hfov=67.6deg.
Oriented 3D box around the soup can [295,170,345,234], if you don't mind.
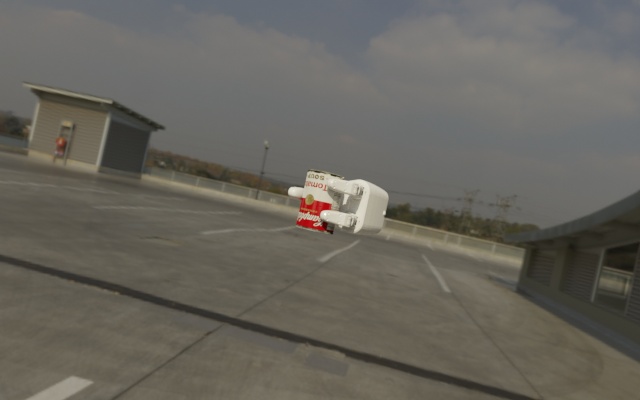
[{"bbox_3d":[0.000,0.002,0.834,0.068,0.102,0.068,13,-1,0],"label":"soup can"}]
